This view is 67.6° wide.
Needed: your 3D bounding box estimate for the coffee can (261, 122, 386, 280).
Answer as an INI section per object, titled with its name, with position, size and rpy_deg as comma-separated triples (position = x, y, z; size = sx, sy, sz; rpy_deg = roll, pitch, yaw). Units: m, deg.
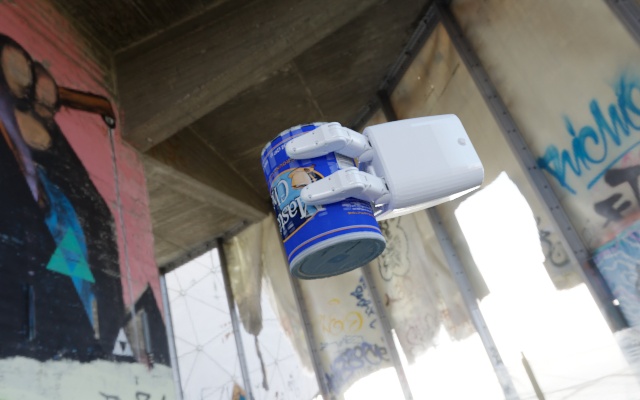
[coffee can]
position = 0.000, 0.002, 0.520
size = 0.103, 0.140, 0.103
rpy_deg = -14, -25, -7
